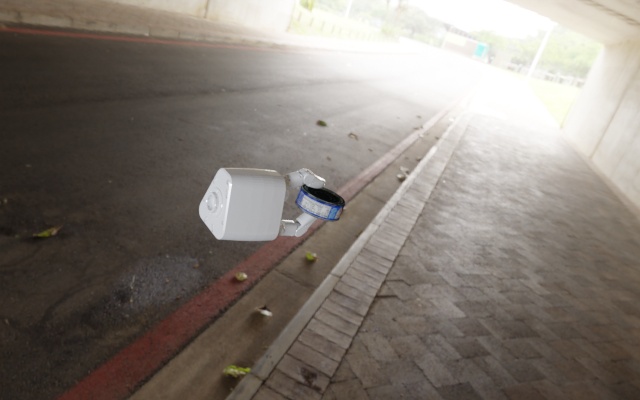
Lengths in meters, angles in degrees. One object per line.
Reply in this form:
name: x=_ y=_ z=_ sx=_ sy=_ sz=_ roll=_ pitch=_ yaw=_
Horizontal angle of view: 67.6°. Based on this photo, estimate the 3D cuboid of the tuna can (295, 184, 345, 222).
tuna can: x=0.000 y=0.002 z=0.851 sx=0.086 sy=0.034 sz=0.086 roll=20 pitch=17 yaw=-6
